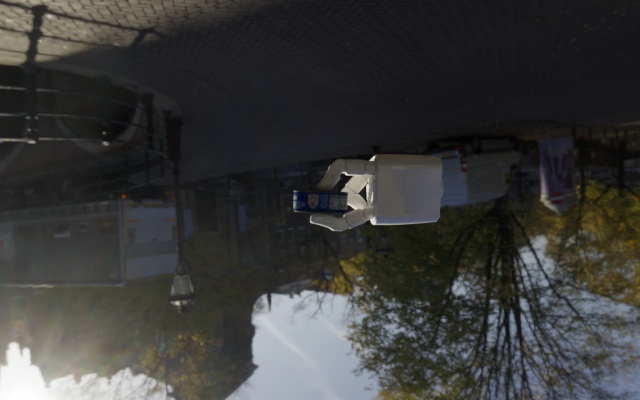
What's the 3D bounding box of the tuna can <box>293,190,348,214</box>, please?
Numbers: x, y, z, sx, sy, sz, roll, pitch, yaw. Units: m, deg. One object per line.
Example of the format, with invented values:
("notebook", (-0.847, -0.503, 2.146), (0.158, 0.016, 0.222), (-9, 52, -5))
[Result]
("tuna can", (0.000, 0.003, 0.747), (0.086, 0.034, 0.086), (2, -1, 0))
